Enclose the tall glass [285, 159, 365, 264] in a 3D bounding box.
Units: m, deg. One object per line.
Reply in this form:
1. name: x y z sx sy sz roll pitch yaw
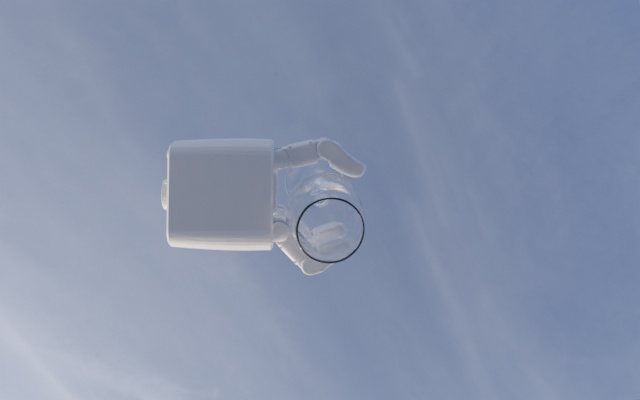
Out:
1. tall glass: 0.000 0.001 0.515 0.079 0.079 0.201 0 15 -5
